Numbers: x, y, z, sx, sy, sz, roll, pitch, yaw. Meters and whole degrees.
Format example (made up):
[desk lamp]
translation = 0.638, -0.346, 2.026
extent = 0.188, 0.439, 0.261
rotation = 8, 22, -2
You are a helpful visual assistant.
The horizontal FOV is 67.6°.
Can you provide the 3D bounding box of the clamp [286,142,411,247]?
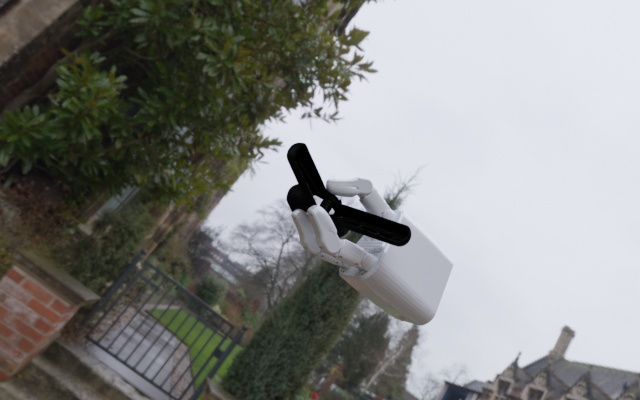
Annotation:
[clamp]
translation = 0.001, 0.002, 0.592
extent = 0.164, 0.036, 0.210
rotation = 41, -19, -14
